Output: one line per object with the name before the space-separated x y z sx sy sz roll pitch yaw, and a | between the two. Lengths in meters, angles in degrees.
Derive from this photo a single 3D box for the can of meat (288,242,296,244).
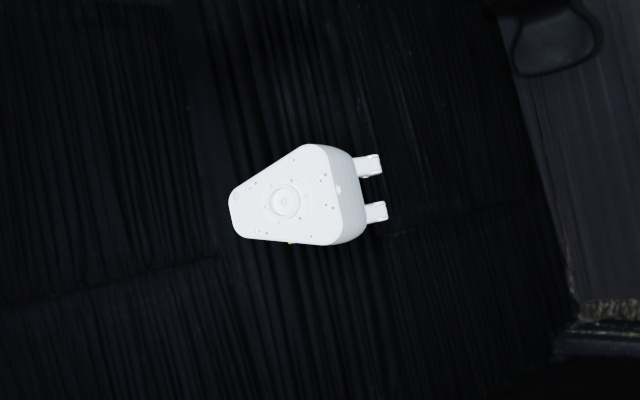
can of meat | 0.000 0.002 0.583 0.102 0.084 0.057 -13 -3 13
